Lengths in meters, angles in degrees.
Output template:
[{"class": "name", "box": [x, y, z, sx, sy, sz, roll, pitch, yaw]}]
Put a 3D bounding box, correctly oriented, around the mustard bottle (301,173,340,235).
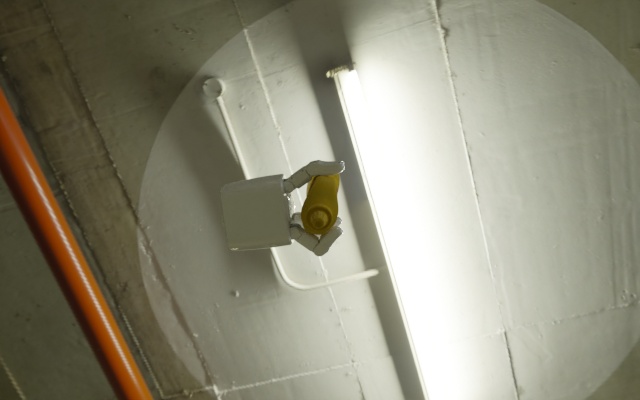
[{"class": "mustard bottle", "box": [0.000, 0.003, 0.787, 0.058, 0.096, 0.191, 15, 19, -2]}]
